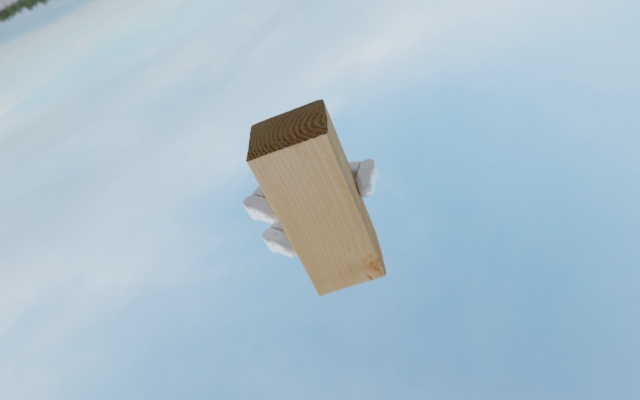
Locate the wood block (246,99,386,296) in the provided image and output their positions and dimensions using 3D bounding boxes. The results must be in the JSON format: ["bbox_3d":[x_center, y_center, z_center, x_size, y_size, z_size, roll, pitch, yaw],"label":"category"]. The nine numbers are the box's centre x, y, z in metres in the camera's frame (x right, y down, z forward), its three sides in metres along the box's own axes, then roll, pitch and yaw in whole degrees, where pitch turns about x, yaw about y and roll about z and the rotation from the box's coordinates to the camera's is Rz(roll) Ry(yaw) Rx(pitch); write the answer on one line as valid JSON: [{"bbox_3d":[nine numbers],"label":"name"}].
[{"bbox_3d":[0.000,0.002,0.561,0.091,0.206,0.090,-19,33,9],"label":"wood block"}]
